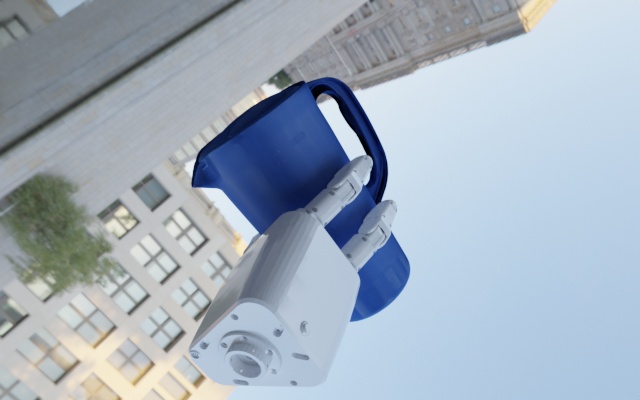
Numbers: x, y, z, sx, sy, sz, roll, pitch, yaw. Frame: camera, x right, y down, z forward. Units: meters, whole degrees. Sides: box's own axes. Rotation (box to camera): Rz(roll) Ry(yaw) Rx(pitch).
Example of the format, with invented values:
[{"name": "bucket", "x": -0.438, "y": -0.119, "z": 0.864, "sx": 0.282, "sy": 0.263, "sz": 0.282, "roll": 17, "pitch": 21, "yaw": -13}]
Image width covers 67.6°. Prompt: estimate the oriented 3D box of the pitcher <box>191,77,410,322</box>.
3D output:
[{"name": "pitcher", "x": 0.000, "y": 0.002, "z": 0.505, "sx": 0.149, "sy": 0.243, "sz": 0.145, "roll": -25, "pitch": 21, "yaw": 29}]
